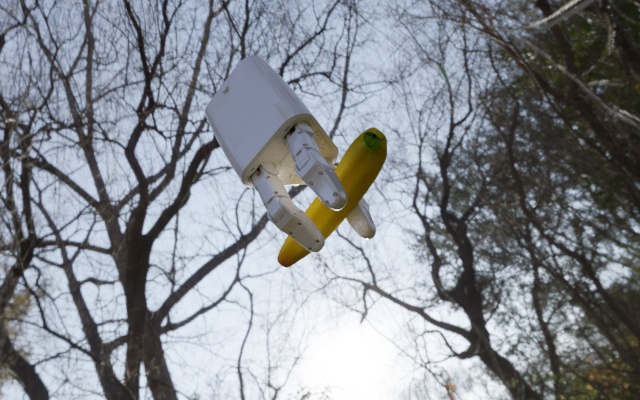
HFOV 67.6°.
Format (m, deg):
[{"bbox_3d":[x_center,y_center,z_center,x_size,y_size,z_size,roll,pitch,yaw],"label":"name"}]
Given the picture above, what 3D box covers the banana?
[{"bbox_3d":[0.014,-0.006,0.466,0.069,0.037,0.198,-22,-26,-44],"label":"banana"}]
